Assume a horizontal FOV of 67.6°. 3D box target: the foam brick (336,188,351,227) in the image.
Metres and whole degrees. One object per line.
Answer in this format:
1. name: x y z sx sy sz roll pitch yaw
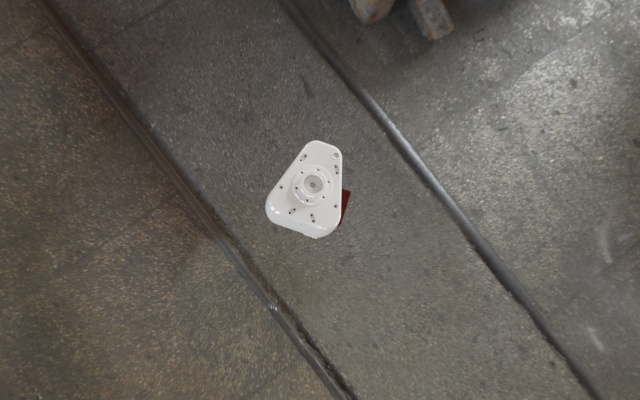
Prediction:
1. foam brick: 0.000 0.002 0.716 0.078 0.053 0.051 19 -9 -3
